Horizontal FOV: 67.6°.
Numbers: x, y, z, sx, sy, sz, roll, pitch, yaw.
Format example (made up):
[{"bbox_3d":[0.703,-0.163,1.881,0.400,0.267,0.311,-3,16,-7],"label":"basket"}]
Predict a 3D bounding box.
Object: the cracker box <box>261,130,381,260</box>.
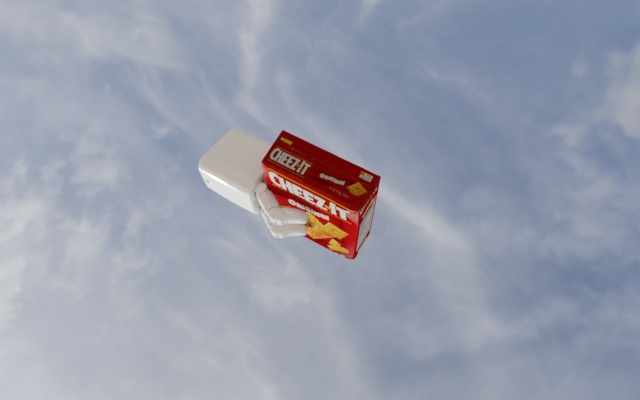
[{"bbox_3d":[0.000,0.002,0.762,0.164,0.072,0.214,26,-22,13],"label":"cracker box"}]
